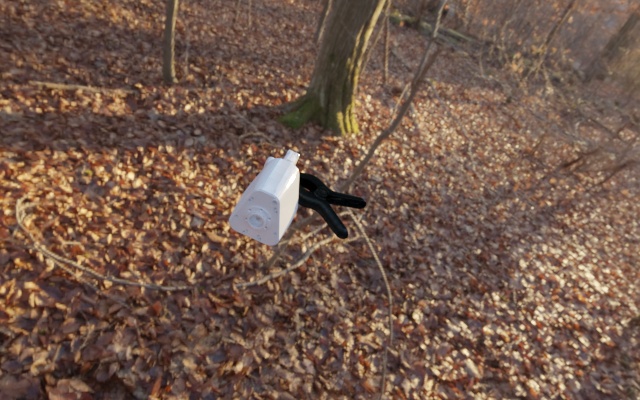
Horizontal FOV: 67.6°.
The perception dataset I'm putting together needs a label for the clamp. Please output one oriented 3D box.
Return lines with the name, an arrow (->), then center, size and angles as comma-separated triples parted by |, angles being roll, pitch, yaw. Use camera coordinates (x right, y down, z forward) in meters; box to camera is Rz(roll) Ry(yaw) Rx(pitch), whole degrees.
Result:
clamp -> 0.000, 0.002, 0.899 | 0.171, 0.039, 0.120 | 24, 34, -1
